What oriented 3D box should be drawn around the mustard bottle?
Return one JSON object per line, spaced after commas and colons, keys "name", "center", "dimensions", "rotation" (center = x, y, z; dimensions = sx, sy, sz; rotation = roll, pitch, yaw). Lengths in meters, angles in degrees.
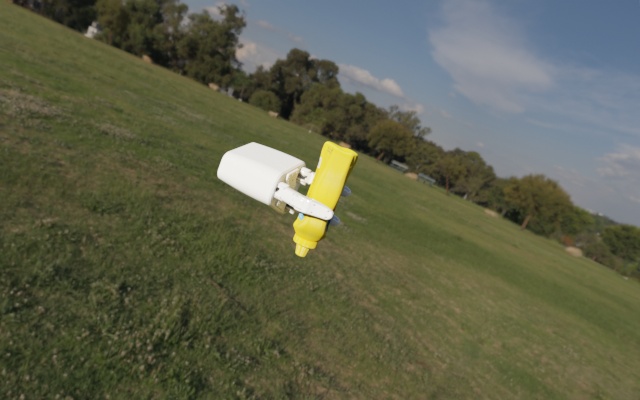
{"name": "mustard bottle", "center": [0.001, 0.002, 0.779], "dimensions": [0.058, 0.191, 0.096], "rotation": [20, 9, -8]}
